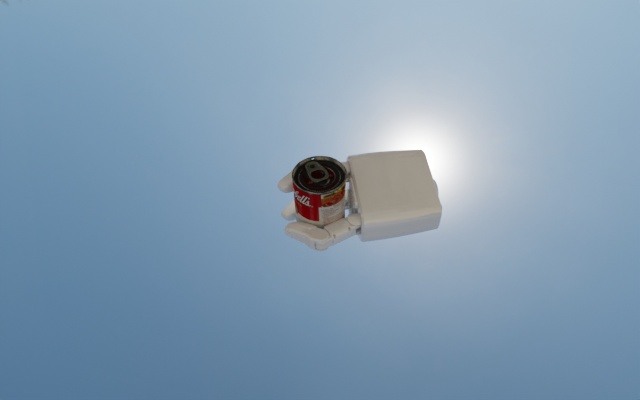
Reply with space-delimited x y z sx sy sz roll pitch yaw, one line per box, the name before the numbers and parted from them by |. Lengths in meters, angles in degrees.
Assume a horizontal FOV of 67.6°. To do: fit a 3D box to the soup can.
soup can | 0.000 0.002 0.620 0.068 0.068 0.102 0 -44 2
